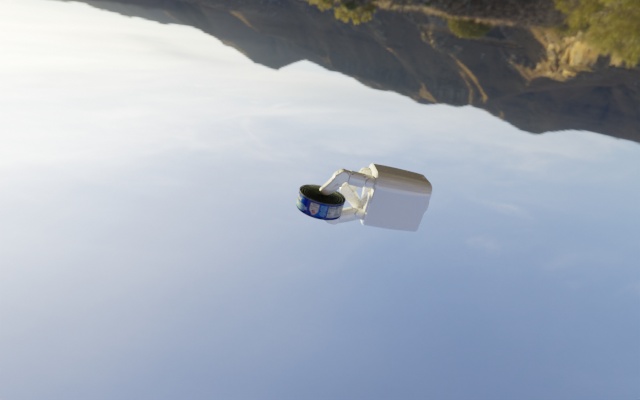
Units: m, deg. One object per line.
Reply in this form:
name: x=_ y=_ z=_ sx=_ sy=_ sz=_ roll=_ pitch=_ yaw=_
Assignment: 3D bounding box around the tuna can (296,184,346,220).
tuna can: x=0.000 y=0.003 z=0.861 sx=0.086 sy=0.034 sz=0.086 roll=13 pitch=21 yaw=-5
